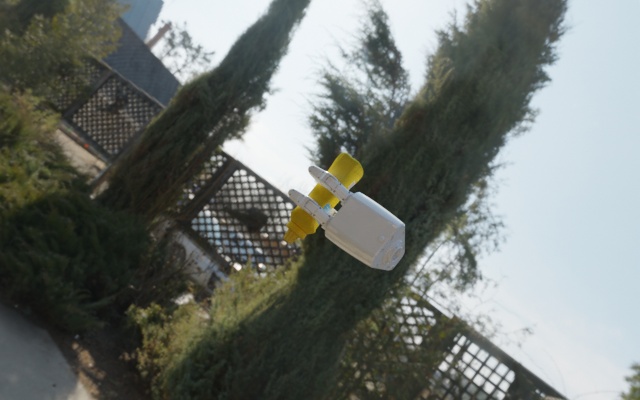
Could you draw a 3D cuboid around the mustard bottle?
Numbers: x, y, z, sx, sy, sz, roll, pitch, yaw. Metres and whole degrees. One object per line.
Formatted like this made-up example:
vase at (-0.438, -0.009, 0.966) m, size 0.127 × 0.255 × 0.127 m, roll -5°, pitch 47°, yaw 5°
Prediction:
mustard bottle at (0.000, 0.003, 0.889) m, size 0.058 × 0.191 × 0.096 m, roll 39°, pitch -8°, yaw 8°
